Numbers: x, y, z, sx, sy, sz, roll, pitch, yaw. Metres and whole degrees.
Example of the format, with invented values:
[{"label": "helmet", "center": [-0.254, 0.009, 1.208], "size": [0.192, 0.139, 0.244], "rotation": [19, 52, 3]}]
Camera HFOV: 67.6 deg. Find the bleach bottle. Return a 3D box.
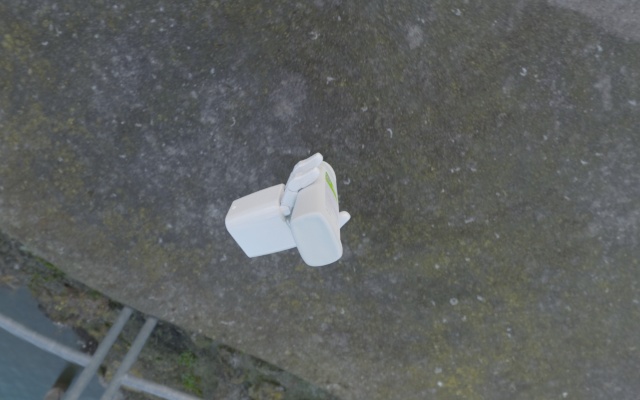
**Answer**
[{"label": "bleach bottle", "center": [0.000, 0.003, 0.851], "size": [0.068, 0.103, 0.250], "rotation": [-17, 26, 13]}]
